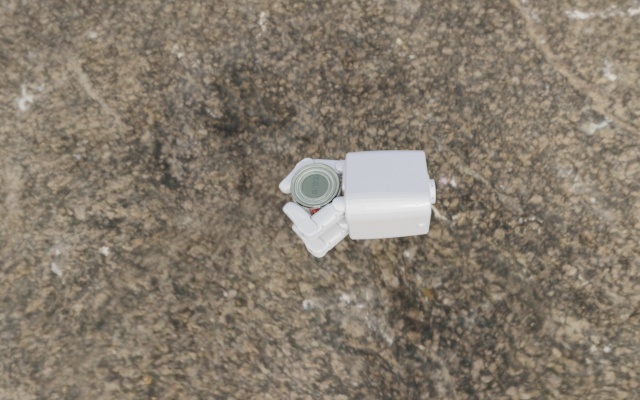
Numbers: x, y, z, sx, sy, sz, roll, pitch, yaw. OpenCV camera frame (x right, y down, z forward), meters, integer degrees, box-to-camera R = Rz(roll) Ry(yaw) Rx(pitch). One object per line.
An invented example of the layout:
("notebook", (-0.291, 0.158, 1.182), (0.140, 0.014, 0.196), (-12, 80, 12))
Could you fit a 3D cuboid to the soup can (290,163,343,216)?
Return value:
("soup can", (0.000, 0.002, 0.659), (0.068, 0.068, 0.102), (0, -26, 9))
